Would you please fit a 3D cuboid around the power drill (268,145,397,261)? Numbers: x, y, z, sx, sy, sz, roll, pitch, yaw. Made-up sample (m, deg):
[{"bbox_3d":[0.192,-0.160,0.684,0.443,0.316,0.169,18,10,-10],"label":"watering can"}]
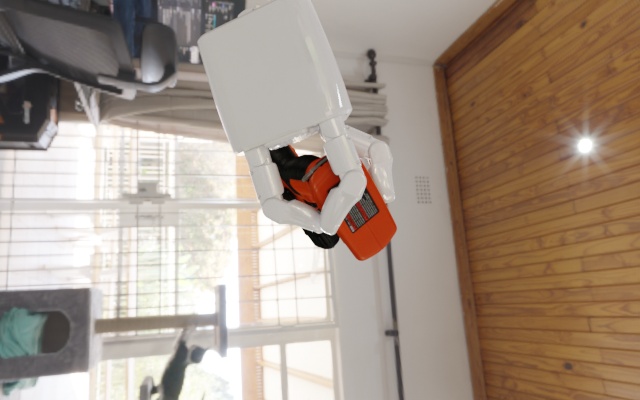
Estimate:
[{"bbox_3d":[0.000,0.002,0.520,0.057,0.184,0.187,-41,26,-15],"label":"power drill"}]
